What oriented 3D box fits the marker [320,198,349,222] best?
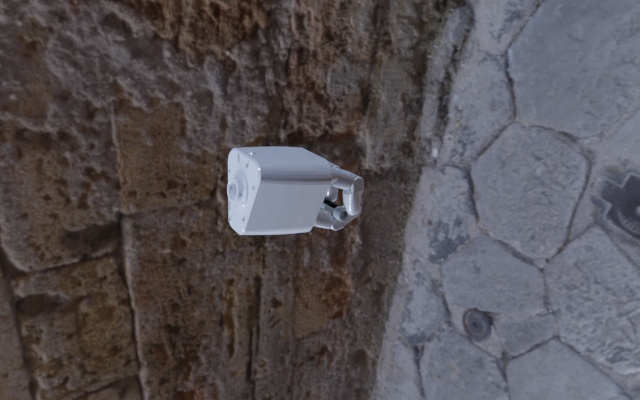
[{"bbox_3d":[0.000,0.002,0.723,0.020,0.020,0.121,0,19,-36],"label":"marker"}]
